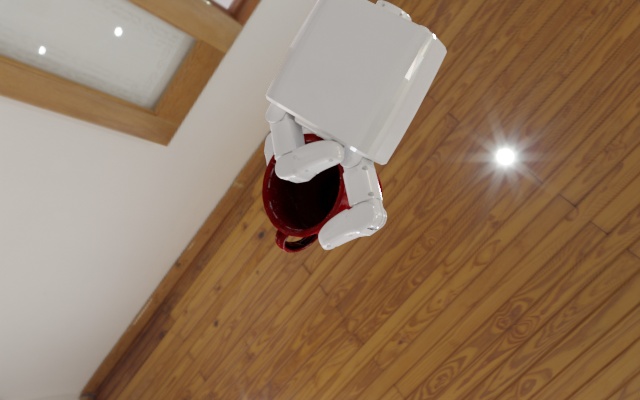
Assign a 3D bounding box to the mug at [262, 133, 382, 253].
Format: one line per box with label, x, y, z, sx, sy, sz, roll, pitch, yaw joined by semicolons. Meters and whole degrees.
mug;0.000;0.003;0.455;0.093;0.117;0.081;39;15;34
